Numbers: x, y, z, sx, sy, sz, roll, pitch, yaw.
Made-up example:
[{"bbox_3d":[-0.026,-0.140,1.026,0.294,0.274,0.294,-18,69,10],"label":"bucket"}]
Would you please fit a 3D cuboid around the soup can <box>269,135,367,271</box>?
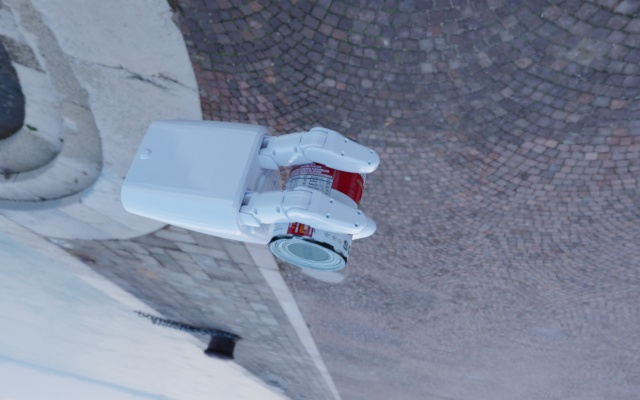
[{"bbox_3d":[0.000,0.002,0.411,0.068,0.102,0.068,12,-26,6],"label":"soup can"}]
